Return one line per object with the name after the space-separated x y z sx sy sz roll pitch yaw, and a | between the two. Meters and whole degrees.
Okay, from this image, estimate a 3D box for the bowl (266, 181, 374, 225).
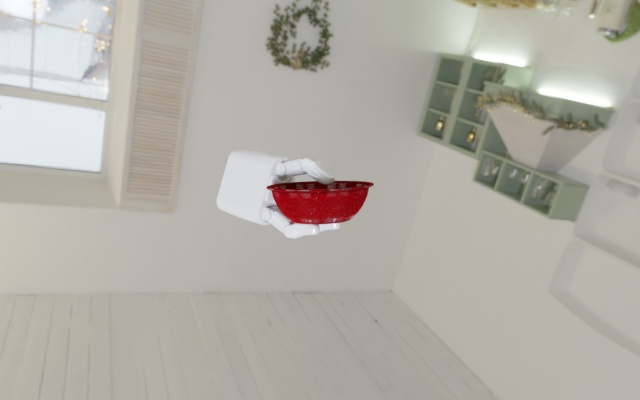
0.001 0.003 0.718 0.162 0.055 0.162 -2 6 0 | bowl
